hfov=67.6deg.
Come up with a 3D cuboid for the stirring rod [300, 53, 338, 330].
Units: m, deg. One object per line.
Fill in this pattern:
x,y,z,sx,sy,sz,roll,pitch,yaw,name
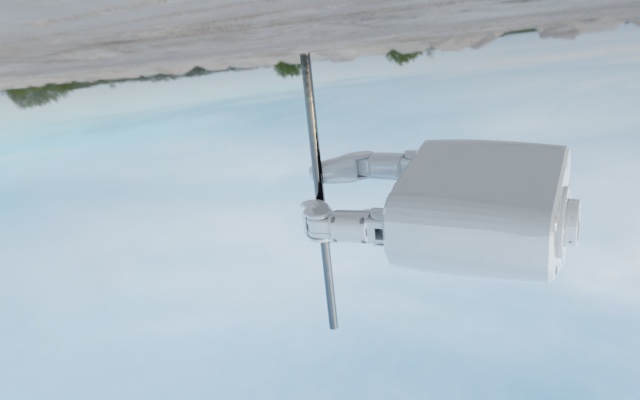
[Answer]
0.000,0.001,0.402,0.011,0.239,0.011,-6,17,2,stirring rod
